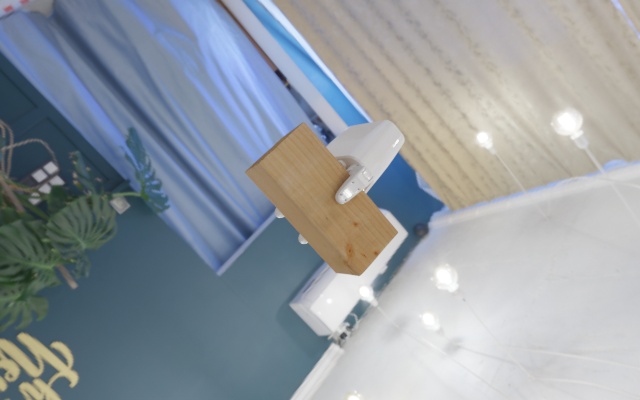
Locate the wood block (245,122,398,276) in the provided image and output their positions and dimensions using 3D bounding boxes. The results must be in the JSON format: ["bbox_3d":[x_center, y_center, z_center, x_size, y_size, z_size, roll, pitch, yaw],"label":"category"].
[{"bbox_3d":[0.001,0.002,0.683,0.090,0.206,0.091,-45,11,-19],"label":"wood block"}]
